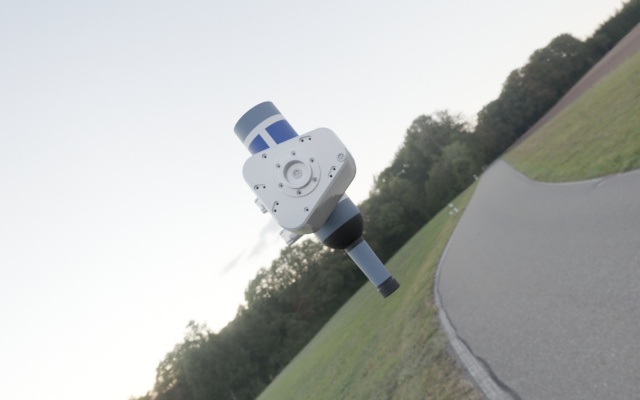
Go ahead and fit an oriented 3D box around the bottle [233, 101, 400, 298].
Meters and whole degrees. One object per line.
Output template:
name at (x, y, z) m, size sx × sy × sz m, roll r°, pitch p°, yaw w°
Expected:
bottle at (0.000, 0.002, 0.625) m, size 0.069 × 0.295 × 0.069 m, roll -38°, pitch -8°, yaw -6°
